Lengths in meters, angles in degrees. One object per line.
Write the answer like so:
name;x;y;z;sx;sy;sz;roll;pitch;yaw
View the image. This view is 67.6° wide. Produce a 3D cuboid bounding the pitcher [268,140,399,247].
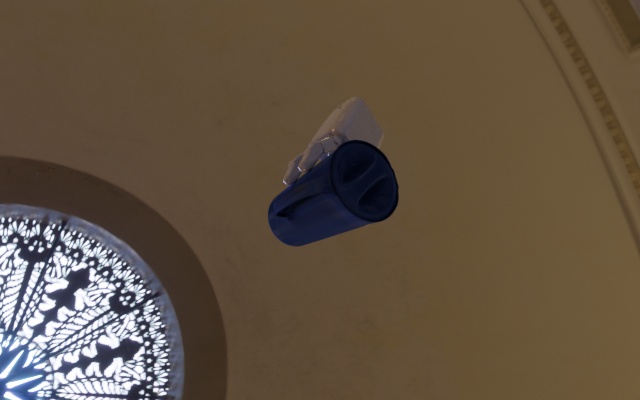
pitcher;0.000;0.003;0.813;0.149;0.145;0.243;38;-35;-17
